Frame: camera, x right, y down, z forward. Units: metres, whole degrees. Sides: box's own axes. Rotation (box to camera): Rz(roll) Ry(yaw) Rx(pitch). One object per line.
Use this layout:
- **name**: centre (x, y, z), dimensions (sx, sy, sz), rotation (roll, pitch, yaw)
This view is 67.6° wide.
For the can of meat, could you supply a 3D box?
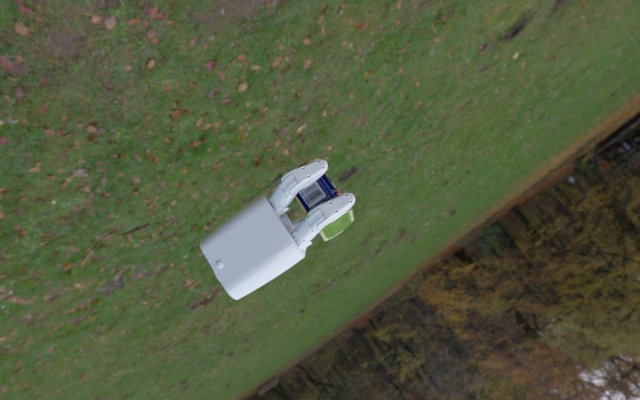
- **can of meat**: centre (0.000, 0.002, 0.643), dimensions (0.057, 0.084, 0.102), rotation (-34, -15, -2)
